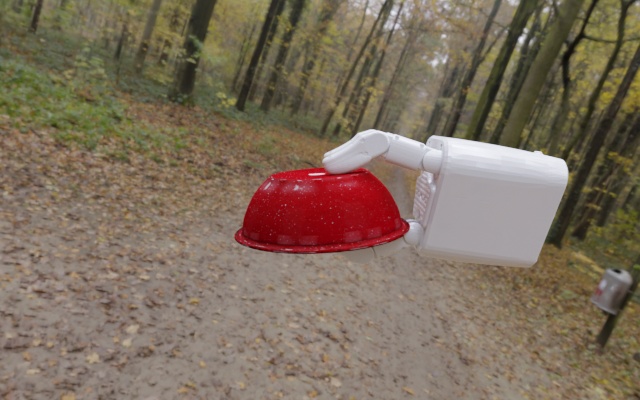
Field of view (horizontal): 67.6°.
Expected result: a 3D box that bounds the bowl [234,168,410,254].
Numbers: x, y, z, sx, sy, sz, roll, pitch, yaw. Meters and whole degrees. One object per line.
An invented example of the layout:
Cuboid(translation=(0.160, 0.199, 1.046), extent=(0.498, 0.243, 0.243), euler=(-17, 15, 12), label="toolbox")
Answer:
Cuboid(translation=(-0.001, 0.001, 0.439), extent=(0.162, 0.055, 0.162), euler=(-4, 10, 1), label="bowl")
